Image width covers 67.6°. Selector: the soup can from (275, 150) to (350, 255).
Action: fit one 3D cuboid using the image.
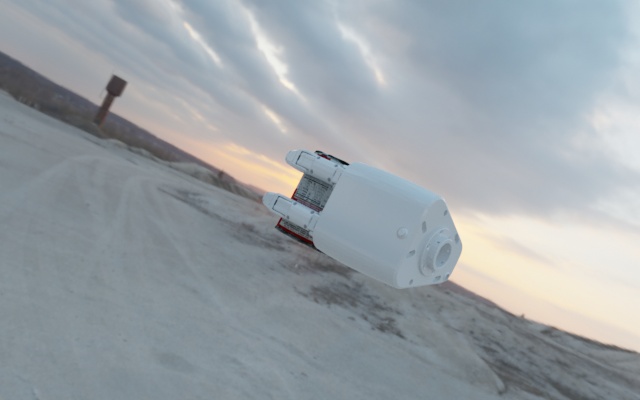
[{"bbox_3d":[0.000,0.001,0.552,0.068,0.102,0.068,27,-2,1],"label":"soup can"}]
